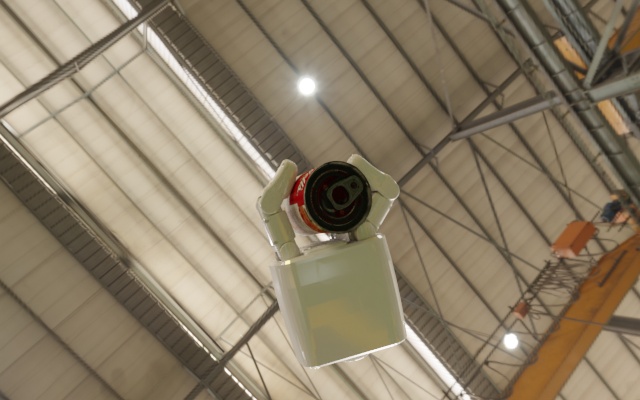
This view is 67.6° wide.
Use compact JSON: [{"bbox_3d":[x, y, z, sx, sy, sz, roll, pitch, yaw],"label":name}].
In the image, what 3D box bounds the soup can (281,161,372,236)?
[{"bbox_3d":[0.000,0.001,0.485,0.068,0.068,0.102,0,-5,-20],"label":"soup can"}]
